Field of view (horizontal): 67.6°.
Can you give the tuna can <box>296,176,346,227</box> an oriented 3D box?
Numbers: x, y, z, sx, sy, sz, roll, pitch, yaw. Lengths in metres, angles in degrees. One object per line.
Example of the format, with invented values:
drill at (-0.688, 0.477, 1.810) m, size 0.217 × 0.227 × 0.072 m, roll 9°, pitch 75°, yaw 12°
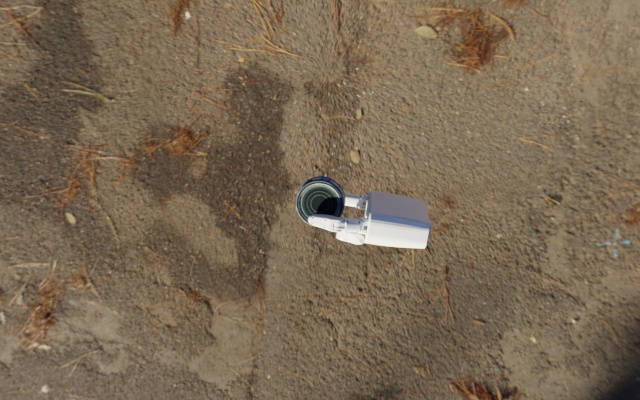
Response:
tuna can at (0.000, 0.003, 0.833) m, size 0.086 × 0.086 × 0.033 m, roll 0°, pitch 14°, yaw 6°
